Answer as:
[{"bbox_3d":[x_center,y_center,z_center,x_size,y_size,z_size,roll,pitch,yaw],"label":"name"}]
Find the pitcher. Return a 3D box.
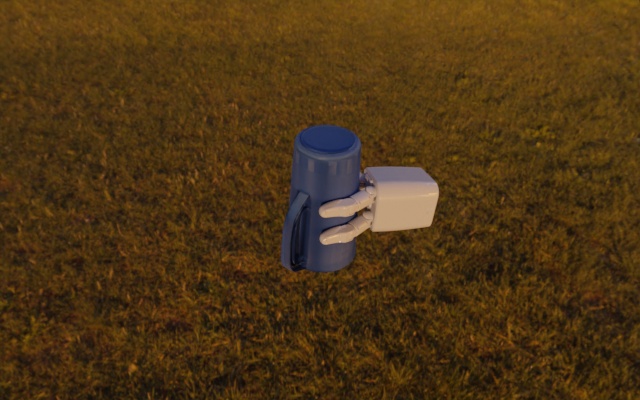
[{"bbox_3d":[0.000,0.003,0.822,0.145,0.243,0.149,-2,38,-7],"label":"pitcher"}]
